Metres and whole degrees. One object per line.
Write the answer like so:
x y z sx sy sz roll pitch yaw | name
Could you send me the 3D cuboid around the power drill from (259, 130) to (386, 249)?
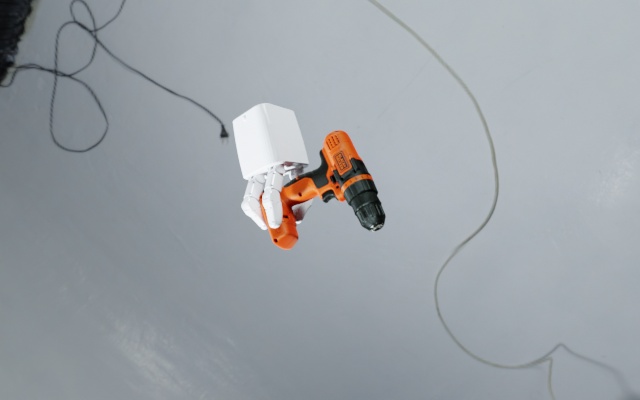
0.000 0.003 0.767 0.188 0.184 0.057 -32 -32 18 | power drill
